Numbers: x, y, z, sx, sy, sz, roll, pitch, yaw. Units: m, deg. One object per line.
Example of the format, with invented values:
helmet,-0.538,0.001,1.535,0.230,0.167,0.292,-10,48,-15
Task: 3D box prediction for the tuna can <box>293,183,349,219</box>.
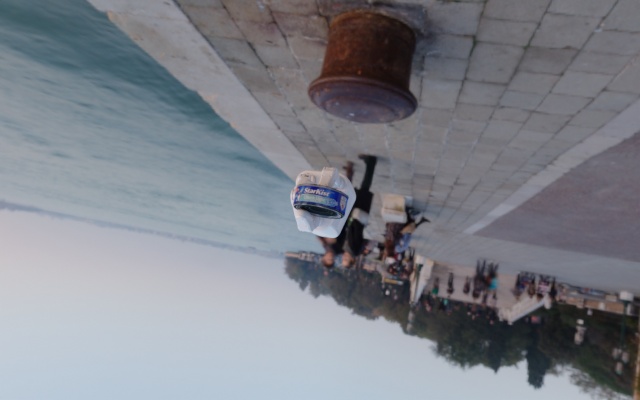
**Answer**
tuna can,0.000,0.003,0.760,0.086,0.033,0.086,12,-13,3
